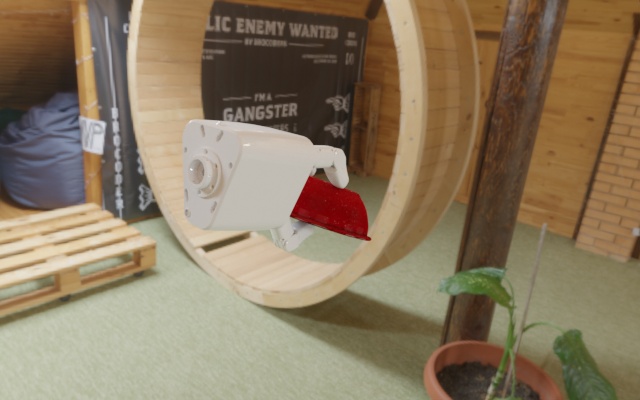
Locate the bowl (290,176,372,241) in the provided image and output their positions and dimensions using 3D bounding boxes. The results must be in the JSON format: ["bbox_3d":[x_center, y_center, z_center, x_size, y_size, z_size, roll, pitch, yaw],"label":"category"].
[{"bbox_3d":[0.001,0.002,0.640,0.162,0.055,0.162,19,1,0],"label":"bowl"}]
